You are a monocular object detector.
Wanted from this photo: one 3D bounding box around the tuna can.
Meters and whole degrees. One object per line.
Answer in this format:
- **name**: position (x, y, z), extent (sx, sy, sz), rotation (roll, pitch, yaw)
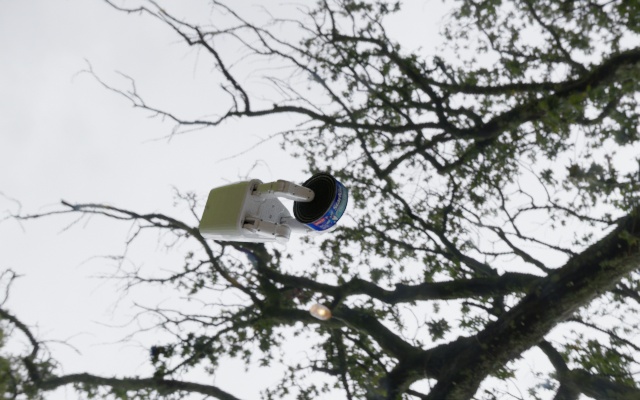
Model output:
- **tuna can**: position (0.001, 0.003, 0.721), extent (0.086, 0.086, 0.034), rotation (0, -26, 46)
